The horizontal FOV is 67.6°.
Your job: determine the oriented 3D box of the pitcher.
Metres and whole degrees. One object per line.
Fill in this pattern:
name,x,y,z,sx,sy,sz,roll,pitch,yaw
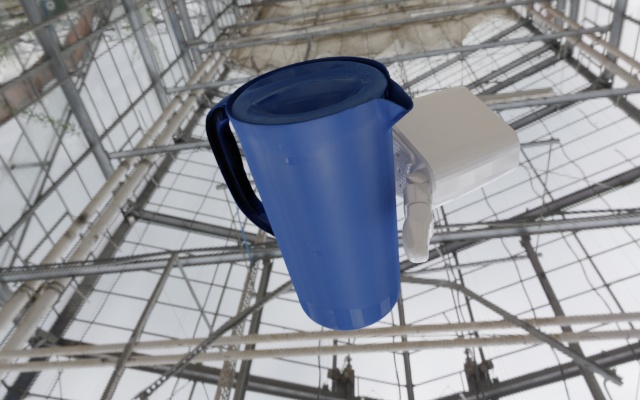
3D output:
pitcher,0.000,0.001,0.446,0.145,0.243,0.149,-23,35,-16
